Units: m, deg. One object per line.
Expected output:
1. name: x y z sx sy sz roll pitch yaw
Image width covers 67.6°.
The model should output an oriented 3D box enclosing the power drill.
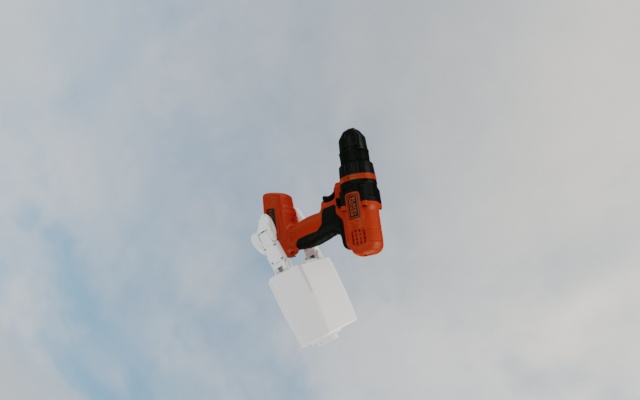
1. power drill: 0.000 0.003 0.705 0.188 0.184 0.057 -17 -19 35
